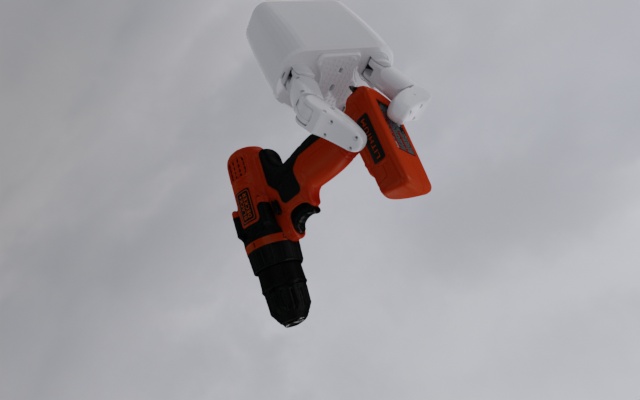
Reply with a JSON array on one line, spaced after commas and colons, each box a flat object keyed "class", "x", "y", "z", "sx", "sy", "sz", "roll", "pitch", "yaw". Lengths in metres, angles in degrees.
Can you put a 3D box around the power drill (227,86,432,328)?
[{"class": "power drill", "x": 0.000, "y": 0.001, "z": 0.432, "sx": 0.188, "sy": 0.184, "sz": 0.057, "roll": -30, "pitch": -21, "yaw": 27}]
